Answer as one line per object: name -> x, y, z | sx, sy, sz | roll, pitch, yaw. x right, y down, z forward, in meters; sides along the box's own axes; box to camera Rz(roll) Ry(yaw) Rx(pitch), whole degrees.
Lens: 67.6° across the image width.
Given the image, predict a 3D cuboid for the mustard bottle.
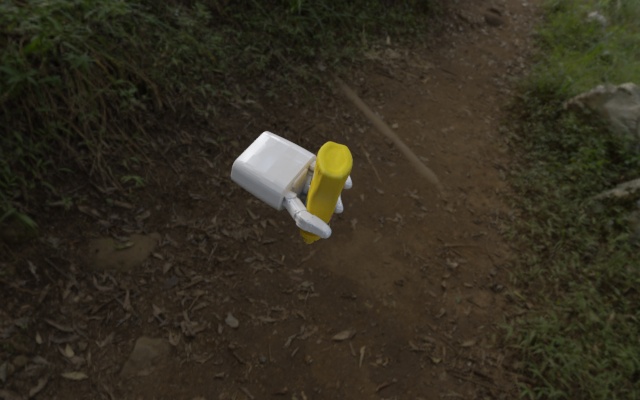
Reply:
mustard bottle -> 0.001, 0.003, 0.807 | 0.058, 0.192, 0.096 | 14, 39, -5
